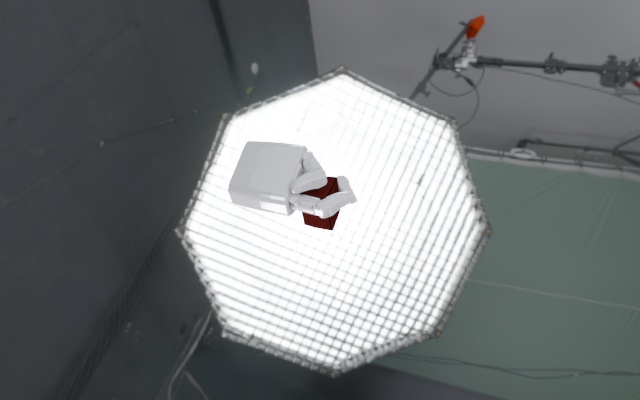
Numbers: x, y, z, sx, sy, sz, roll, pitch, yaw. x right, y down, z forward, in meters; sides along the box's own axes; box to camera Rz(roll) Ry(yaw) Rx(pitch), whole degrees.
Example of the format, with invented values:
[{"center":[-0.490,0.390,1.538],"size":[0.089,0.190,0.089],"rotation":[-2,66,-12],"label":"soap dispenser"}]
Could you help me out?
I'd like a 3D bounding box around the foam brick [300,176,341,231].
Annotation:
[{"center":[0.000,0.003,0.785],"size":[0.051,0.078,0.053],"rotation":[9,48,18],"label":"foam brick"}]
